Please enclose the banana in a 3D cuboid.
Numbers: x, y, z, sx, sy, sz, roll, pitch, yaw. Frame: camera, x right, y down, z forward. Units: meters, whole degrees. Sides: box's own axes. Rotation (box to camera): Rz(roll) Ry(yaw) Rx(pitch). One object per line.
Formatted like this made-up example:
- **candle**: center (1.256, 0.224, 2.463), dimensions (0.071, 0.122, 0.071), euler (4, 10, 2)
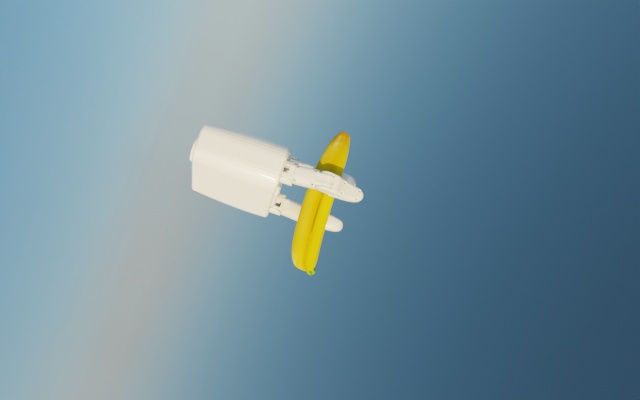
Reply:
- **banana**: center (-0.003, 0.008, 0.604), dimensions (0.037, 0.198, 0.069), euler (17, 11, 5)
